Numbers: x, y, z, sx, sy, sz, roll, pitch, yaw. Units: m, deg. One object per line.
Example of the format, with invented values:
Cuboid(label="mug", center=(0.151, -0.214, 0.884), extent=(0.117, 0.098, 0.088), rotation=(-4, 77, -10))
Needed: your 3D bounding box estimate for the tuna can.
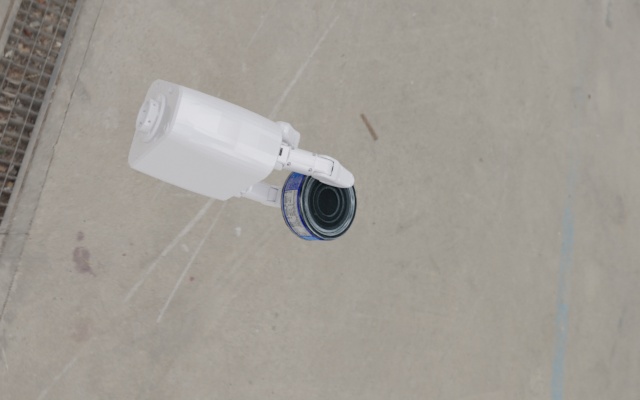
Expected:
Cuboid(label="tuna can", center=(0.001, 0.002, 0.524), extent=(0.086, 0.086, 0.034), rotation=(0, -2, -42))
